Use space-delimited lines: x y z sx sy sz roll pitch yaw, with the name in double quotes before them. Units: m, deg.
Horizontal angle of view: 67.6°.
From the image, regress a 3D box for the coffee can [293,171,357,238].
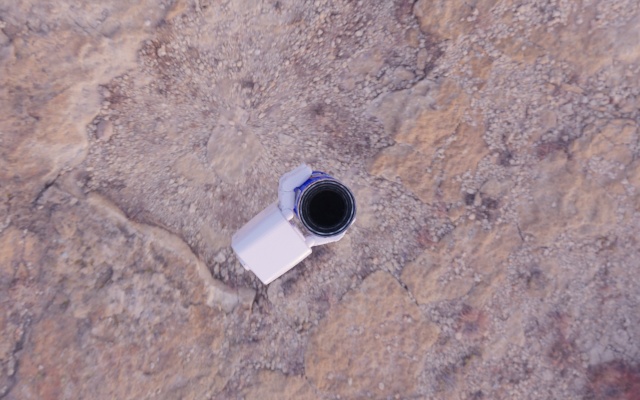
"coffee can" 0.000 0.003 0.870 0.103 0.103 0.140 0 9 -9
